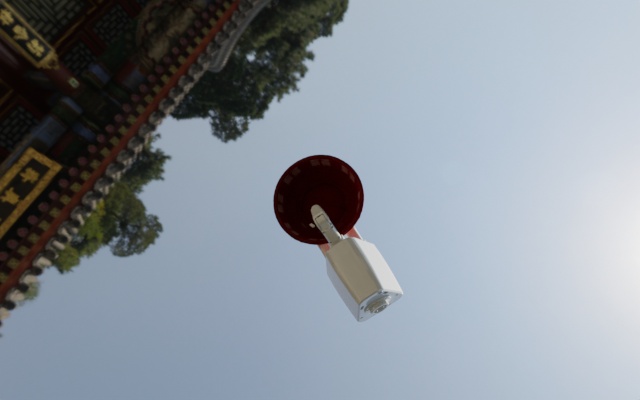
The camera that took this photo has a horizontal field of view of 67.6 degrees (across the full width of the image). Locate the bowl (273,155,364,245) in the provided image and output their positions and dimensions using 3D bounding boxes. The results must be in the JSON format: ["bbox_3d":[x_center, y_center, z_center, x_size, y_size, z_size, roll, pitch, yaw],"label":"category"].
[{"bbox_3d":[0.000,0.002,0.852,0.162,0.162,0.055,0,-13,11],"label":"bowl"}]
